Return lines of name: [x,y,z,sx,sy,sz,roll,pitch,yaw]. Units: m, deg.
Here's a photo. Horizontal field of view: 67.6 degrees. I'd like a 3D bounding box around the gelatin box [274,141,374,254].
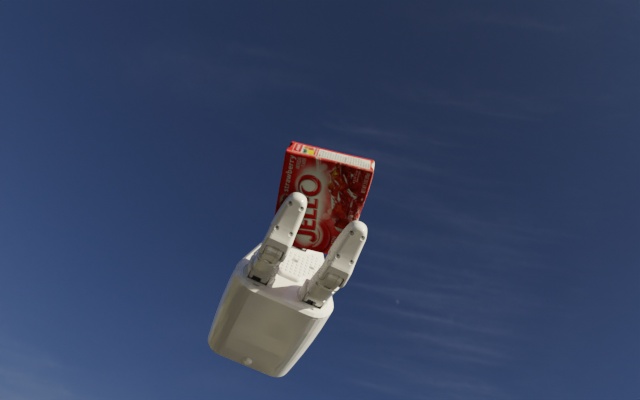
gelatin box: [0.000,0.001,0.410,0.073,0.089,0.030,14,26,1]
